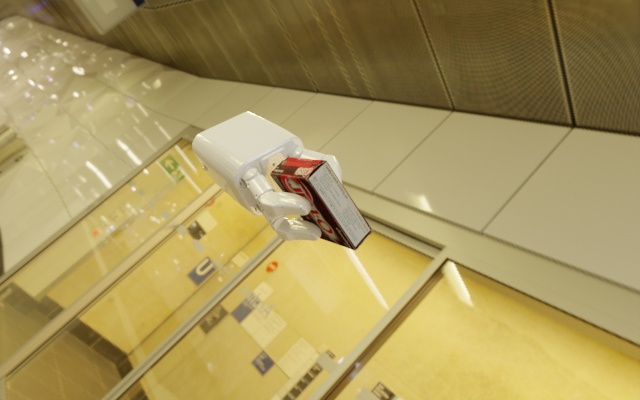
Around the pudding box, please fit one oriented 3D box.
[{"bbox_3d":[0.000,0.002,0.571,0.039,0.113,0.090,-46,27,-18],"label":"pudding box"}]
